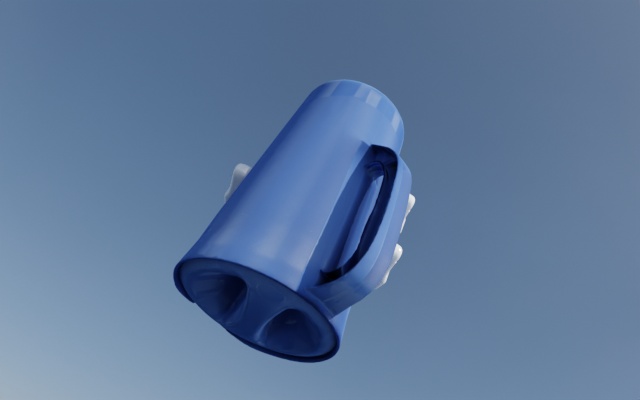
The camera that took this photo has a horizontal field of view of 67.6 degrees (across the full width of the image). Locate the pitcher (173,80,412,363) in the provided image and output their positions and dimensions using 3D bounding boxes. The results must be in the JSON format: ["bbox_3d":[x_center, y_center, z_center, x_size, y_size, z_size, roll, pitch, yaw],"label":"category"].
[{"bbox_3d":[0.000,0.001,0.411,0.149,0.242,0.145,18,-38,12],"label":"pitcher"}]
